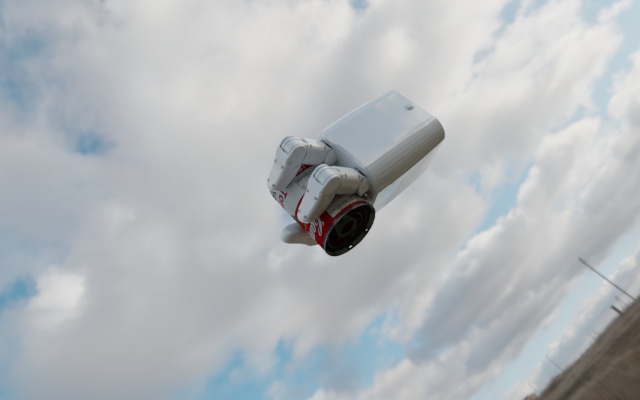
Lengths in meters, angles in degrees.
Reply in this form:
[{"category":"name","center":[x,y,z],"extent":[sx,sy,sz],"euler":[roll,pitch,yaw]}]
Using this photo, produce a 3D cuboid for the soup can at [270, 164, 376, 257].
[{"category":"soup can","center":[0.000,0.002,0.512],"extent":[0.068,0.068,0.102],"euler":[0,36,-49]}]
